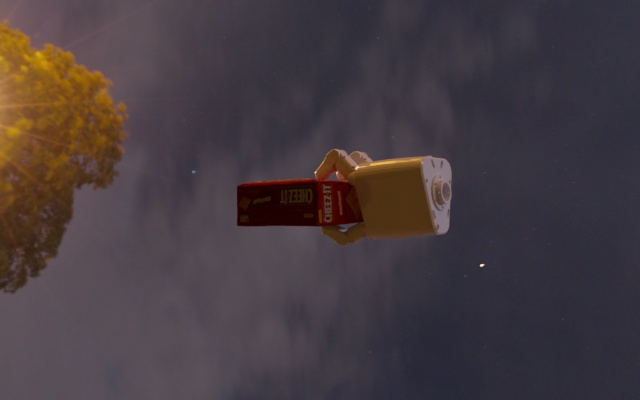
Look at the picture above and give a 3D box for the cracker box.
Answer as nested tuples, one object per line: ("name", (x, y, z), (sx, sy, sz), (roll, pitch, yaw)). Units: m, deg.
("cracker box", (0.000, 0.003, 0.759), (0.164, 0.072, 0.214), (-3, -1, 39))
